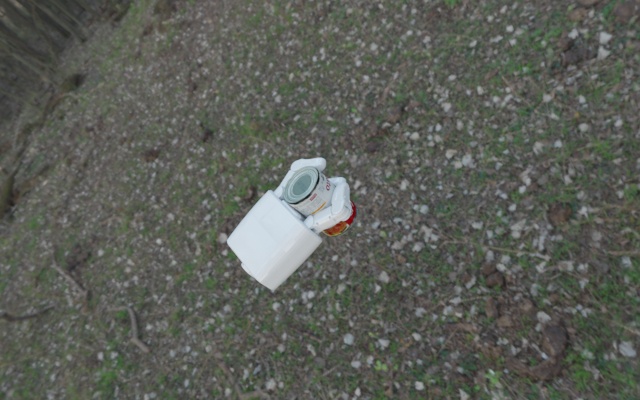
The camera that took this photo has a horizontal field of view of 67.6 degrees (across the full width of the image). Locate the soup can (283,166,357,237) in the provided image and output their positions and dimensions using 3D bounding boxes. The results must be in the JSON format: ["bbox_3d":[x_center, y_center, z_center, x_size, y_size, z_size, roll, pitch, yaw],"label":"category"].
[{"bbox_3d":[0.000,0.002,0.723,0.068,0.068,0.102,0,-31,44],"label":"soup can"}]
